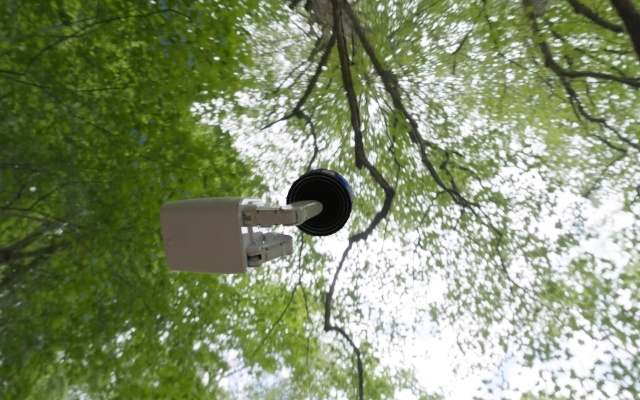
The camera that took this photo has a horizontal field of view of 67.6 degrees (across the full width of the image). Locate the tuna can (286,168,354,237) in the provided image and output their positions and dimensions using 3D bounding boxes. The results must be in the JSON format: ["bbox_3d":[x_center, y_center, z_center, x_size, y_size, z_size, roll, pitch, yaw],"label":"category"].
[{"bbox_3d":[0.000,0.002,0.622,0.086,0.086,0.033,0,14,11],"label":"tuna can"}]
